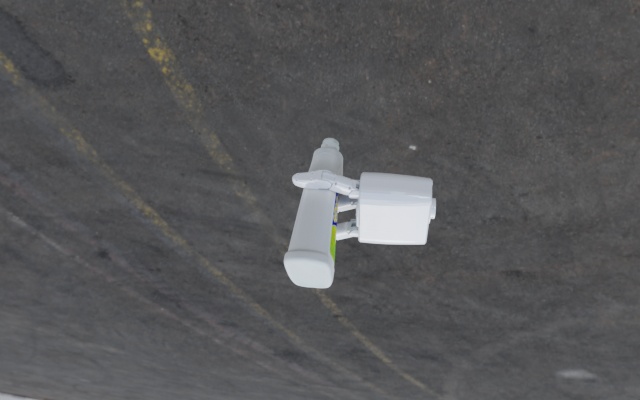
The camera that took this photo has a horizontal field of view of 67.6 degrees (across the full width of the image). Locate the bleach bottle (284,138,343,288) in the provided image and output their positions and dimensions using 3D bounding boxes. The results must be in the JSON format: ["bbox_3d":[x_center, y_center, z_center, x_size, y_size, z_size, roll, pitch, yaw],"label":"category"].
[{"bbox_3d":[0.000,0.003,0.745,0.068,0.250,0.103,4,-32,9],"label":"bleach bottle"}]
